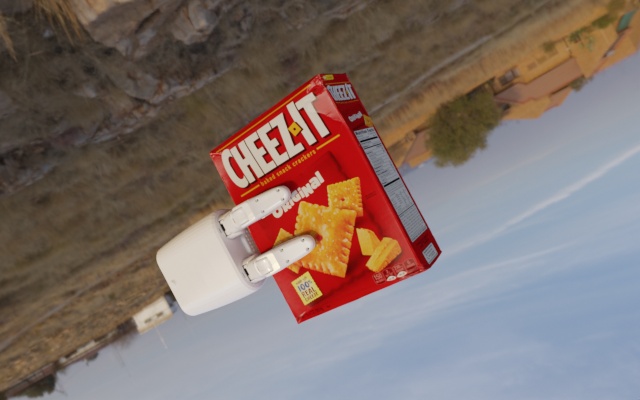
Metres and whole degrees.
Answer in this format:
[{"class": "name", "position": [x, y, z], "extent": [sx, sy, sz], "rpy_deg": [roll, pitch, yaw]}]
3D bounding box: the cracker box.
[{"class": "cracker box", "position": [0.000, 0.002, 0.503], "extent": [0.164, 0.213, 0.072], "rpy_deg": [-29, -1, 30]}]
